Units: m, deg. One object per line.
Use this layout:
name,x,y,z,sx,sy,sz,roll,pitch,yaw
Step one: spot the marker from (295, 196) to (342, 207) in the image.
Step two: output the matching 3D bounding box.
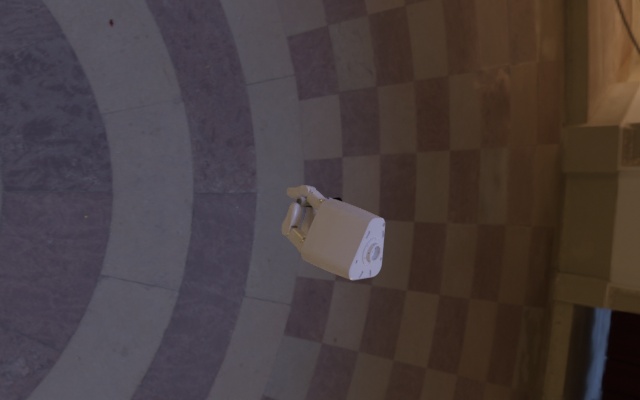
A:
marker,0.000,0.003,0.886,0.020,0.020,0.121,0,-1,40
